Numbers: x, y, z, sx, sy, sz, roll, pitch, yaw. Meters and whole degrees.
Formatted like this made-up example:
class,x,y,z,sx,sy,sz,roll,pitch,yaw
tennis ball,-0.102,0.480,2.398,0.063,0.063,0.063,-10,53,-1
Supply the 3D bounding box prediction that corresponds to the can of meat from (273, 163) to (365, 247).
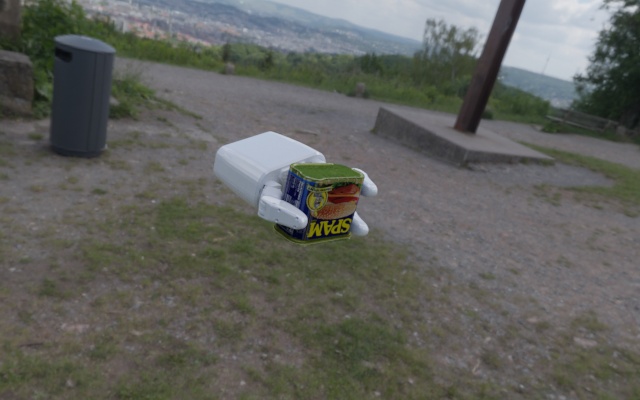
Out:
class,x,y,z,sx,sy,sz,roll,pitch,yaw
can of meat,0.000,0.002,0.576,0.102,0.084,0.057,-4,26,-42
